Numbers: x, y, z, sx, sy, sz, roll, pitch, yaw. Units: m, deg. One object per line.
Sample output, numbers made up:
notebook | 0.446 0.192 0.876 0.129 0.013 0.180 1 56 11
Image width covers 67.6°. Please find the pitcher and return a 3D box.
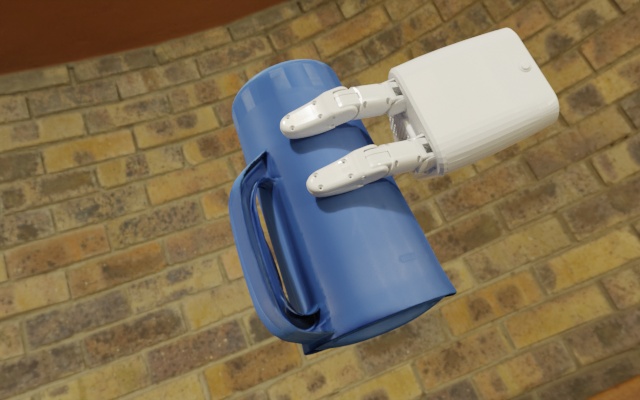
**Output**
pitcher | 0.000 0.001 0.415 0.145 0.242 0.149 -23 -18 -1
